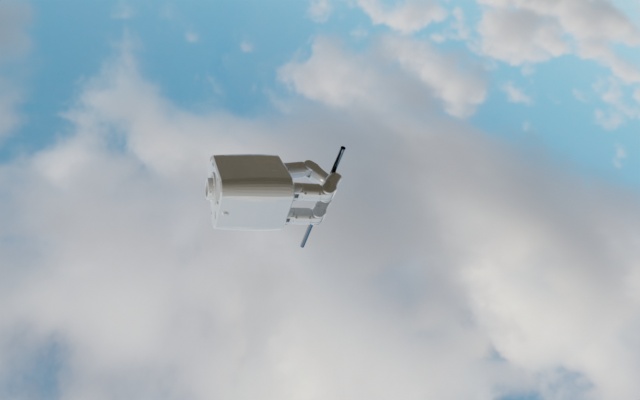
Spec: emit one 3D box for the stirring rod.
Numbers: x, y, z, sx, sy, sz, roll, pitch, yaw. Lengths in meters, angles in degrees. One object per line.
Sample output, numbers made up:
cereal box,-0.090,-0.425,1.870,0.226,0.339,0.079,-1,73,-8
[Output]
stirring rod,0.000,0.002,0.793,0.011,0.011,0.240,0,-42,-22
